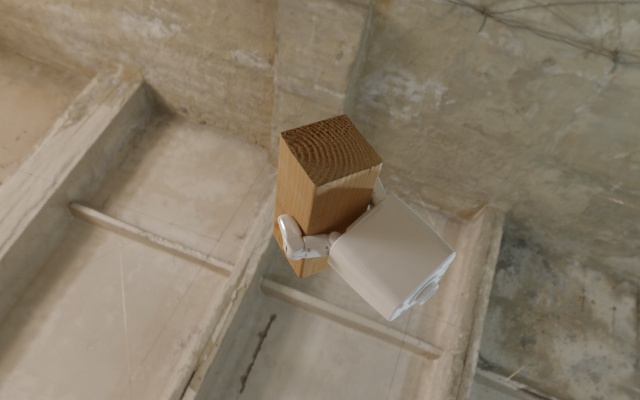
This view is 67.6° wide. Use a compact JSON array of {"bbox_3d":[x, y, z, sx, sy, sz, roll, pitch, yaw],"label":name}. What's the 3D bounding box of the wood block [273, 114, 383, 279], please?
[{"bbox_3d":[0.000,0.002,0.619,0.091,0.090,0.206,-20,-32,-23],"label":"wood block"}]
